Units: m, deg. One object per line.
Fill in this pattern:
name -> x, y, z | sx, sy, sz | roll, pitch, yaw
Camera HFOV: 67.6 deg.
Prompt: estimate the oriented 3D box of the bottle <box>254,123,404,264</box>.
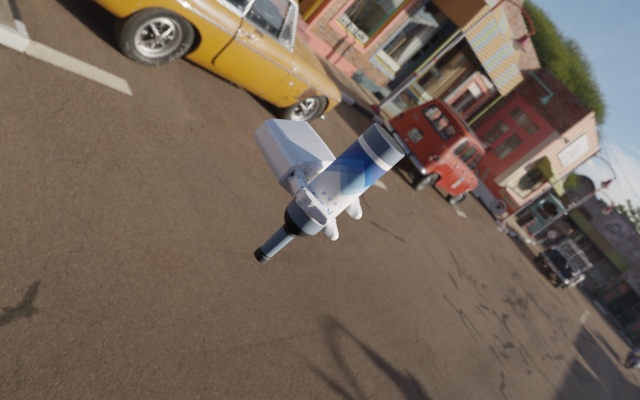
bottle -> 0.000, 0.002, 0.757 | 0.296, 0.069, 0.069 | -42, -17, 19
